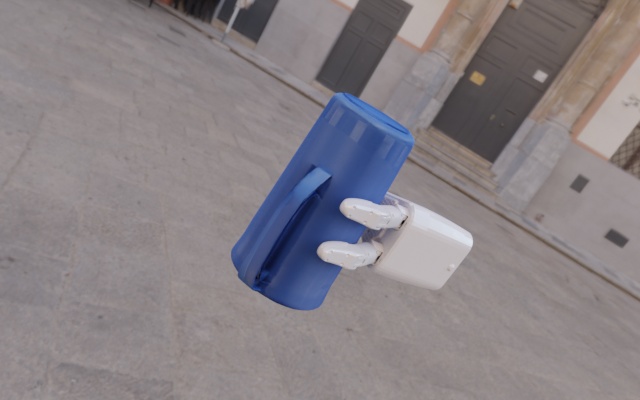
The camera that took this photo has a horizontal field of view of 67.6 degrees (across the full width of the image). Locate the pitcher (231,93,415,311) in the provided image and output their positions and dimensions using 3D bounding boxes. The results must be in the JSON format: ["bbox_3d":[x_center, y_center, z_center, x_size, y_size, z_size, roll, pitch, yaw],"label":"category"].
[{"bbox_3d":[0.000,0.002,0.562,0.145,0.243,0.149,23,19,-26],"label":"pitcher"}]
